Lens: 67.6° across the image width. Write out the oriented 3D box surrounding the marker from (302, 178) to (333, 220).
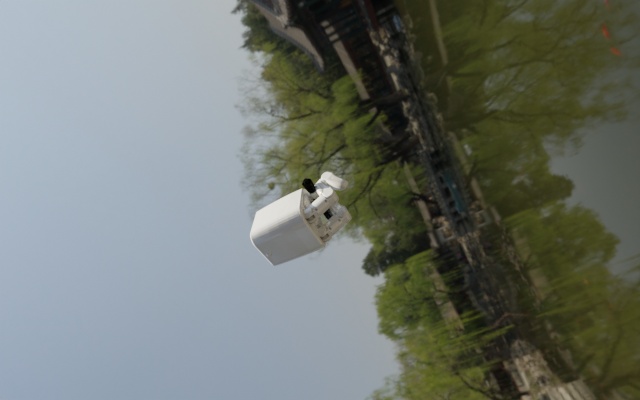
[{"bbox_3d":[0.000,0.003,0.878,0.020,0.020,0.121,0,-40,36],"label":"marker"}]
